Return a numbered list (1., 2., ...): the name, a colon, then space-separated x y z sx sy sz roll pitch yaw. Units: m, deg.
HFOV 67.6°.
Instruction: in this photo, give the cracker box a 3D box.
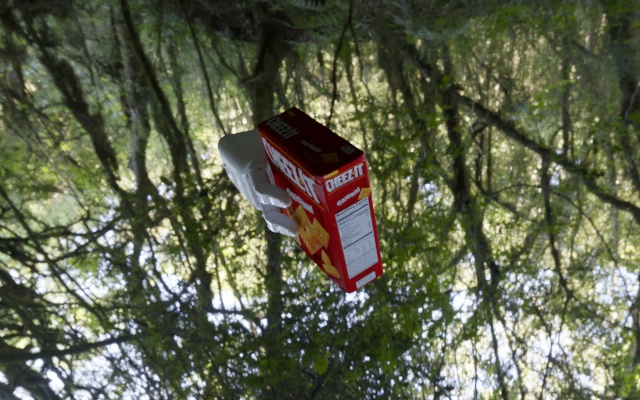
1. cracker box: 0.000 0.002 0.652 0.072 0.214 0.164 -30 42 -18
